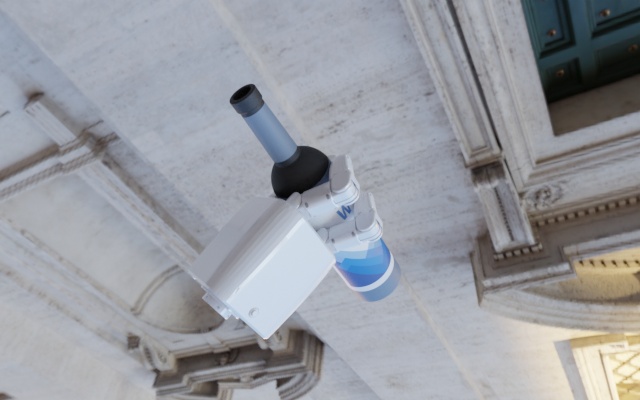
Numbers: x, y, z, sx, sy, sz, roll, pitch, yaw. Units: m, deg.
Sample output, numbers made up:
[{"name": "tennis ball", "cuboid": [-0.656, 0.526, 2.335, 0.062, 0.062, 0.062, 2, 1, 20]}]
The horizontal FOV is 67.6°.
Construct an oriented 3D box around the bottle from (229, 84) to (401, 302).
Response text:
[{"name": "bottle", "cuboid": [0.000, 0.002, 0.508, 0.069, 0.069, 0.296, 0, -41, 38]}]
